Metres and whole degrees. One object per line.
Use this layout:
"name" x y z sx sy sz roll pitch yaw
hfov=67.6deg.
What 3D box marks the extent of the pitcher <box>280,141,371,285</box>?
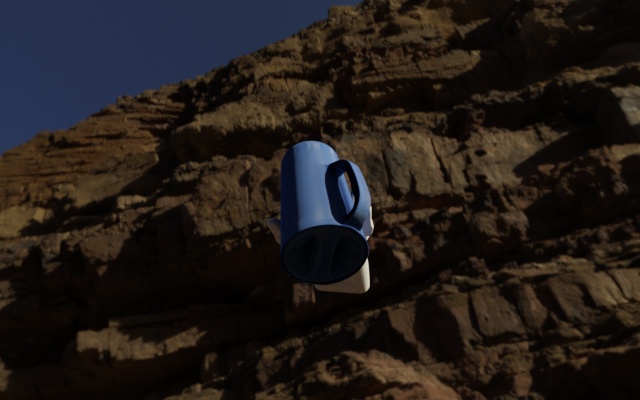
"pitcher" 0.000 0.003 0.789 0.149 0.145 0.242 -11 42 1
